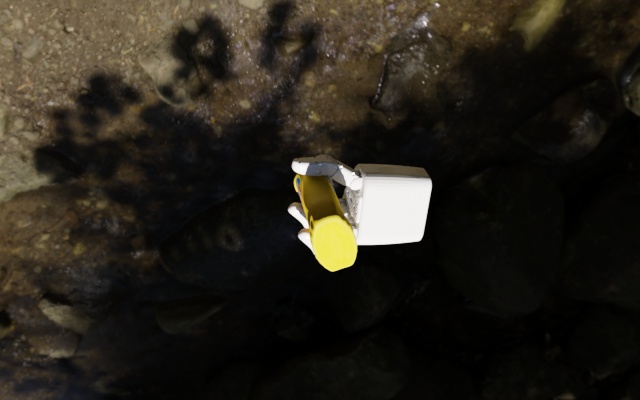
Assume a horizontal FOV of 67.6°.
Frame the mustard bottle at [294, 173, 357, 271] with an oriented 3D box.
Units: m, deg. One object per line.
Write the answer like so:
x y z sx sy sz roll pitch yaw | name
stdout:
0.000 0.002 0.680 0.058 0.096 0.191 -20 39 1 | mustard bottle
